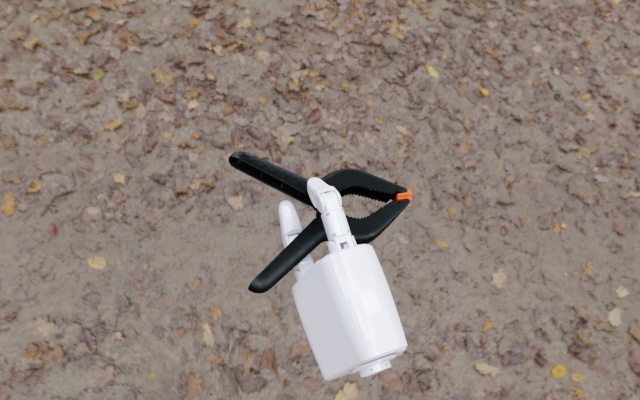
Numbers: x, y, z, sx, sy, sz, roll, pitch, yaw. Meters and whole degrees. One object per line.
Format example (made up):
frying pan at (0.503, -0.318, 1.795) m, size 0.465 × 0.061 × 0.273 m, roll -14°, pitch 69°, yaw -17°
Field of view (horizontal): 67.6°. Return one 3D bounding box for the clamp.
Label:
clamp at (0.001, 0.002, 0.544) m, size 0.210 × 0.164 × 0.036 m, roll -13°, pitch -20°, yaw -17°
